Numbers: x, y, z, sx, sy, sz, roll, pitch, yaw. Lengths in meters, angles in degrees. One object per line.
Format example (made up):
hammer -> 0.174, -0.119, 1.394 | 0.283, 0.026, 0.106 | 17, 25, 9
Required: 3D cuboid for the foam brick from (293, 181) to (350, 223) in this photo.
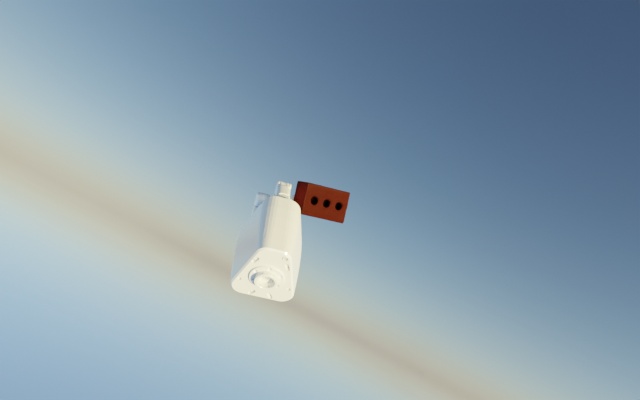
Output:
foam brick -> 0.000, 0.002, 0.776 | 0.078, 0.053, 0.051 | 12, 0, -24
